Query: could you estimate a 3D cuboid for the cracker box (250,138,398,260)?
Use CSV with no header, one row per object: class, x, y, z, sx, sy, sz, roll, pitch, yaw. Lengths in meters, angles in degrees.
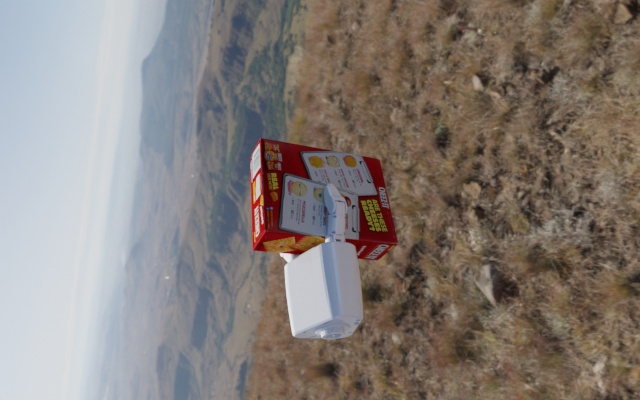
cracker box,0.000,0.002,0.746,0.214,0.164,0.072,8,-34,-24
